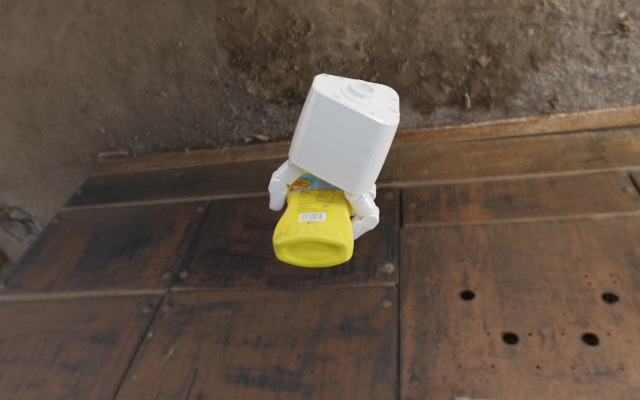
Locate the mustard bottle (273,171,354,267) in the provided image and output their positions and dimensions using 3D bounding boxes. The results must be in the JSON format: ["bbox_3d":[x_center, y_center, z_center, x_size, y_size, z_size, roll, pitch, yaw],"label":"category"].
[{"bbox_3d":[0.000,0.003,0.641,0.096,0.058,0.191,-2,39,10],"label":"mustard bottle"}]
